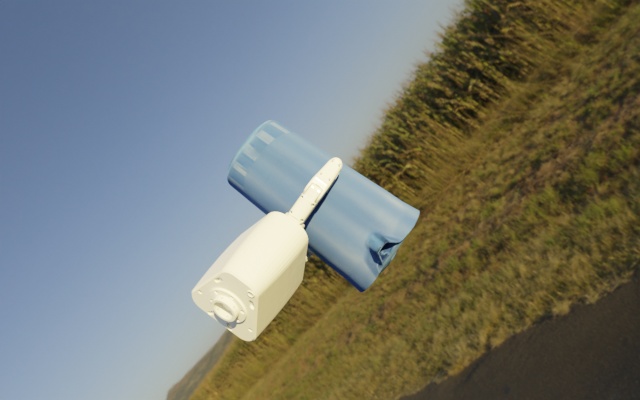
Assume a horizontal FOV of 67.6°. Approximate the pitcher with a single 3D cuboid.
[{"bbox_3d":[0.000,0.002,0.653,0.145,0.243,0.149,-51,-5,-43],"label":"pitcher"}]
